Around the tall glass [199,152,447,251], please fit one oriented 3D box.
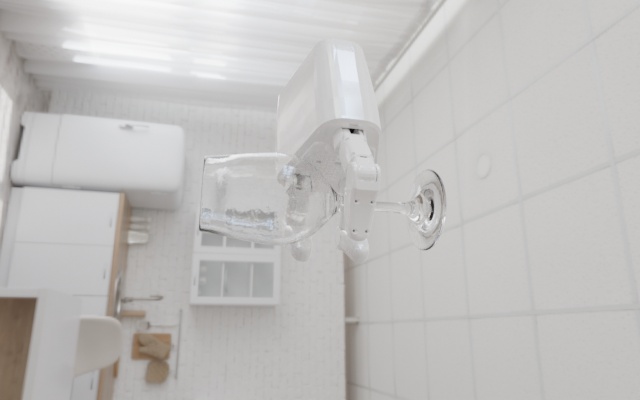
[{"bbox_3d":[0.001,0.001,0.411,0.201,0.079,0.079,4,-1,-15],"label":"tall glass"}]
